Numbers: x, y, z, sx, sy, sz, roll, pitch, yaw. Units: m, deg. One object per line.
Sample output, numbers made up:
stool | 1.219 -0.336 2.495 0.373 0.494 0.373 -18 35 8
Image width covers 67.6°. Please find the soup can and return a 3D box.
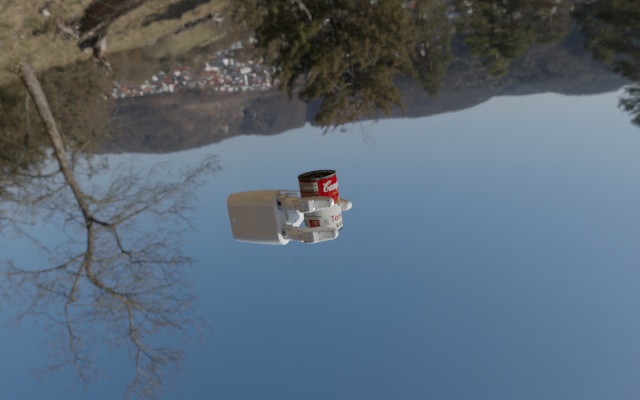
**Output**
soup can | 0.001 0.003 0.838 0.068 0.102 0.068 -7 14 2
